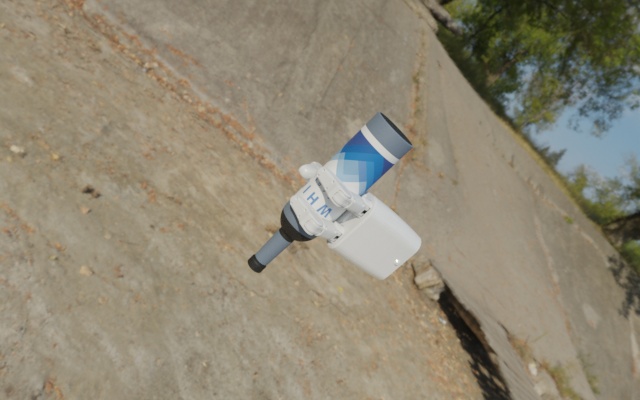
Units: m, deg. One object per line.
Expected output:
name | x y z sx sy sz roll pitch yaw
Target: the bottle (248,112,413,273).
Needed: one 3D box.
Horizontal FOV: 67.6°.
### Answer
bottle | 0.000 0.002 0.681 0.296 0.069 0.069 -44 -16 18
